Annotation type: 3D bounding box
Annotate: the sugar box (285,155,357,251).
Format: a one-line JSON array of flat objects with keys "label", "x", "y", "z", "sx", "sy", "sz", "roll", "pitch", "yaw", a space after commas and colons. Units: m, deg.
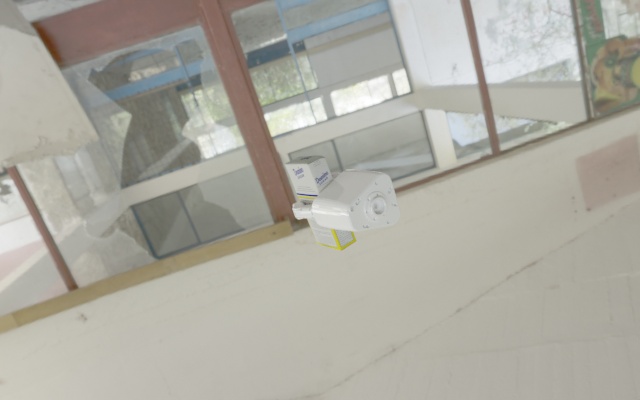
[{"label": "sugar box", "x": 0.001, "y": 0.003, "z": 0.900, "sx": 0.048, "sy": 0.176, "sz": 0.093, "roll": -27, "pitch": 17, "yaw": -27}]
